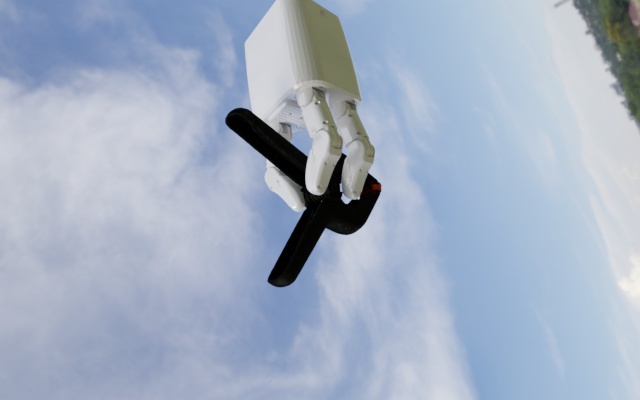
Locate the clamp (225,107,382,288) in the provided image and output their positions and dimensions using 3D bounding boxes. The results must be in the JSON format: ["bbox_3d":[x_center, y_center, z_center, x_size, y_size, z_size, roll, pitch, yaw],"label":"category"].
[{"bbox_3d":[0.000,0.002,0.486,0.036,0.164,0.210,-22,-18,36],"label":"clamp"}]
